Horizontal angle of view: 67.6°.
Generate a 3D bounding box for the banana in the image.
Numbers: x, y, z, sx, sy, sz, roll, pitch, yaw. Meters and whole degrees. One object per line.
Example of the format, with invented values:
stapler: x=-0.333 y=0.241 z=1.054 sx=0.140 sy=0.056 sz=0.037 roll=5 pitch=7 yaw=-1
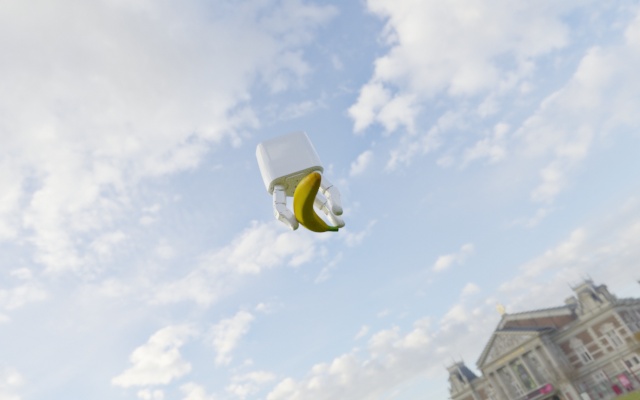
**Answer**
banana: x=-0.017 y=0.011 z=0.862 sx=0.069 sy=0.037 sz=0.198 roll=-21 pitch=-32 yaw=0
